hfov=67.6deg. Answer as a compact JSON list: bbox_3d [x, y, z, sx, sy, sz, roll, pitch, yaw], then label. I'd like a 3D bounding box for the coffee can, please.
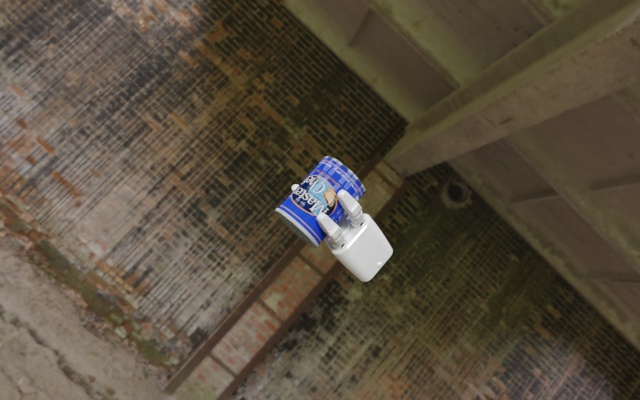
[{"bbox_3d":[0.000,0.003,0.883,0.103,0.140,0.103,40,-11,10],"label":"coffee can"}]
